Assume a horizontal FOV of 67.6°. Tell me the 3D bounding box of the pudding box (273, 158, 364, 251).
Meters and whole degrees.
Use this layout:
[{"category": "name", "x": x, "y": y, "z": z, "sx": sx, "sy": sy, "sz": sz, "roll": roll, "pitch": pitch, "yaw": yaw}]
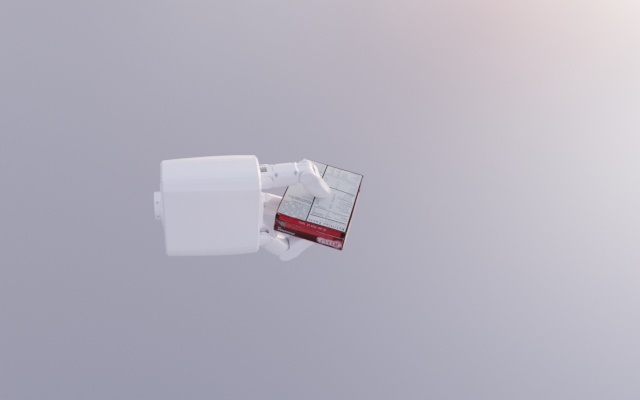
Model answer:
[{"category": "pudding box", "x": 0.000, "y": 0.002, "z": 0.607, "sx": 0.090, "sy": 0.113, "sz": 0.039, "roll": 17, "pitch": -43, "yaw": 4}]
